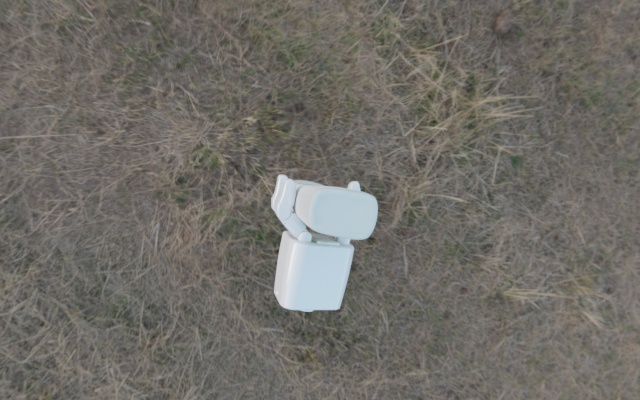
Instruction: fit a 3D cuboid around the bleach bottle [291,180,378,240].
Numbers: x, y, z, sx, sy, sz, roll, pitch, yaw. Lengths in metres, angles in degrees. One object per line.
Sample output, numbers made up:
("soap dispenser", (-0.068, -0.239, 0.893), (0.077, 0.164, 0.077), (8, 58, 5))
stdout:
("bleach bottle", (0.000, 0.002, 0.765), (0.102, 0.068, 0.251), (10, 5, -15))
